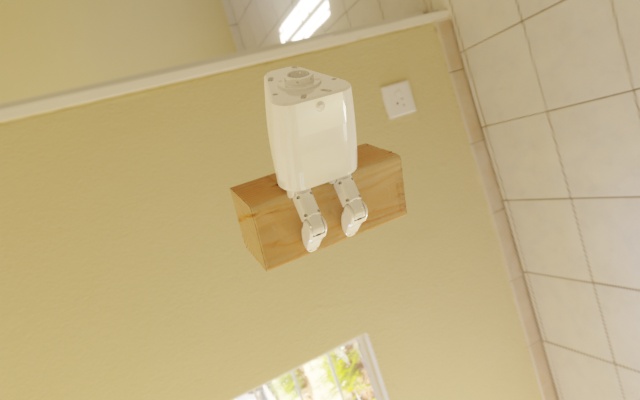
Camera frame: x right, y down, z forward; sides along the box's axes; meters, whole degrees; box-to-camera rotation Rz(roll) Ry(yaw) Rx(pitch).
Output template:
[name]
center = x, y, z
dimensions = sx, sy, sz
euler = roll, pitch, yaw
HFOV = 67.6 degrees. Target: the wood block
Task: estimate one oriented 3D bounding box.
[wood block]
center = 0.000, 0.002, 0.627
dimensions = 0.206, 0.090, 0.090
euler = -20, 24, -20
